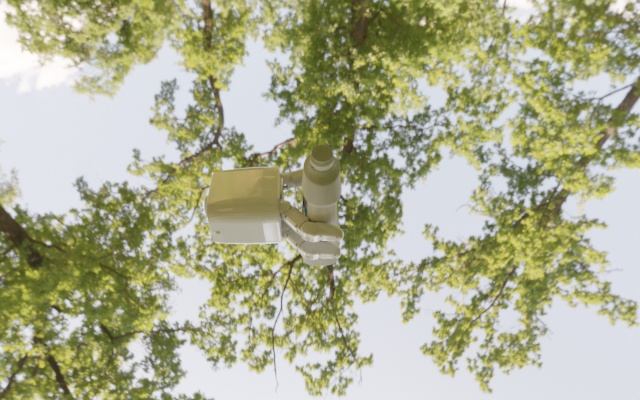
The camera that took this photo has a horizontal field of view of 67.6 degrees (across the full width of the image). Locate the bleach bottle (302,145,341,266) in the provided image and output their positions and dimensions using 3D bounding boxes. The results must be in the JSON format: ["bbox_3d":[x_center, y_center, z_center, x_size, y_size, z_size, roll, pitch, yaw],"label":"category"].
[{"bbox_3d":[0.000,0.002,0.722,0.068,0.102,0.251,-2,-34,-3],"label":"bleach bottle"}]
